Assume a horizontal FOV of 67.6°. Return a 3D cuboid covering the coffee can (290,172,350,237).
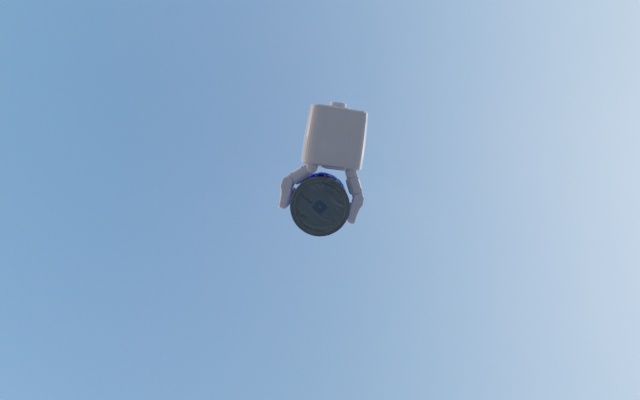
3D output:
[{"bbox_3d":[0.000,0.003,0.878,0.103,0.103,0.140,0,7,1],"label":"coffee can"}]
